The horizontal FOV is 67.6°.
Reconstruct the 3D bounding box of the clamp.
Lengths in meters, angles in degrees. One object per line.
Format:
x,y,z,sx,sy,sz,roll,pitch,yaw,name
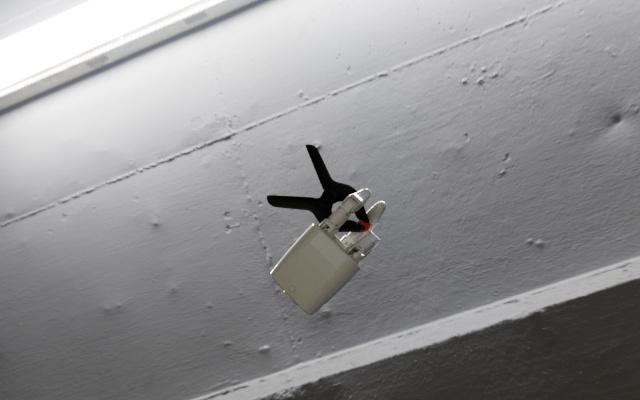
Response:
0.000,0.003,0.772,0.171,0.120,0.039,44,1,15,clamp
